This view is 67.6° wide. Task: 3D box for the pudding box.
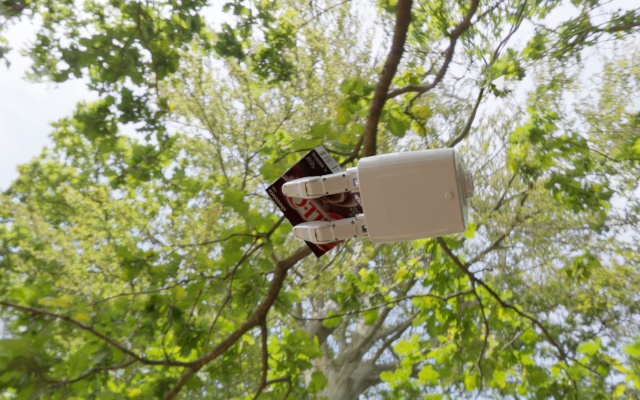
[{"bbox_3d":[0.000,0.002,0.594,0.090,0.113,0.039,-38,-2,26],"label":"pudding box"}]
